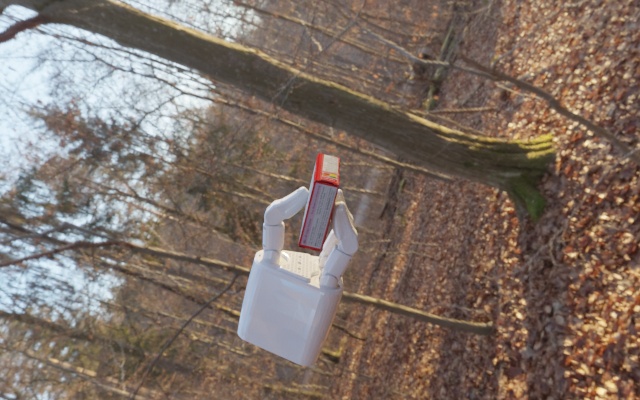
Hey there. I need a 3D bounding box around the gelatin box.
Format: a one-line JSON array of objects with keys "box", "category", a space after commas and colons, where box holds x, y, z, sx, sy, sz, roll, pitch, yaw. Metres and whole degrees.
[{"box": [0.000, 0.001, 0.544, 0.030, 0.089, 0.073, 12, 29, -3], "category": "gelatin box"}]
